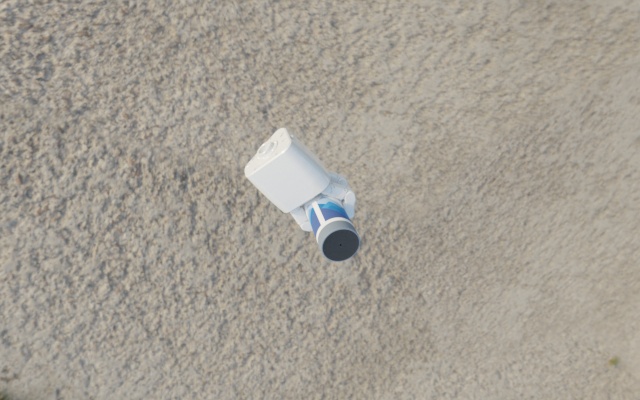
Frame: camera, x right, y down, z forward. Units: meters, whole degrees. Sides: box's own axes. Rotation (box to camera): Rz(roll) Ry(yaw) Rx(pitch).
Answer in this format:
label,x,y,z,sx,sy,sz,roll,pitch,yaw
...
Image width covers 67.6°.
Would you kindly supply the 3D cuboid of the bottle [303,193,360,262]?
label,x,y,z,sx,sy,sz,roll,pitch,yaw
bottle,0.000,0.003,0.898,0.069,0.069,0.295,0,28,-15
